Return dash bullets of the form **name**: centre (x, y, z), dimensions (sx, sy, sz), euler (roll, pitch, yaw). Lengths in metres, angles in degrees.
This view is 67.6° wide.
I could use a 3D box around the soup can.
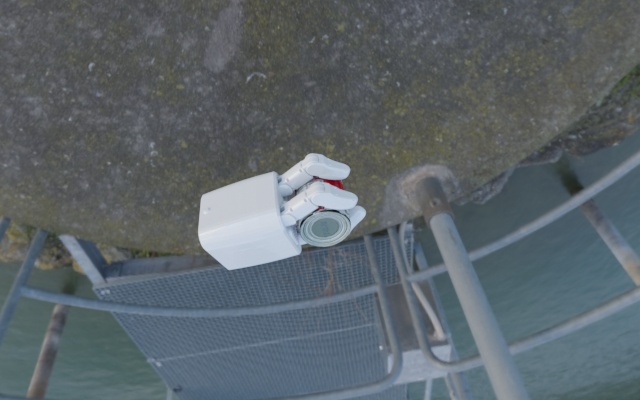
- **soup can**: centre (0.001, 0.002, 0.633), dimensions (0.068, 0.069, 0.102), euler (0, 43, -9)
